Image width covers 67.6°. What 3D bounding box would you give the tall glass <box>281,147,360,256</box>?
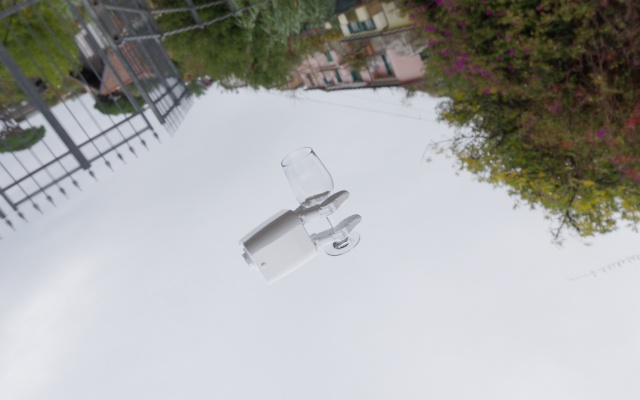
[{"bbox_3d":[0.001,0.003,0.876,0.079,0.201,0.079,-22,25,11],"label":"tall glass"}]
